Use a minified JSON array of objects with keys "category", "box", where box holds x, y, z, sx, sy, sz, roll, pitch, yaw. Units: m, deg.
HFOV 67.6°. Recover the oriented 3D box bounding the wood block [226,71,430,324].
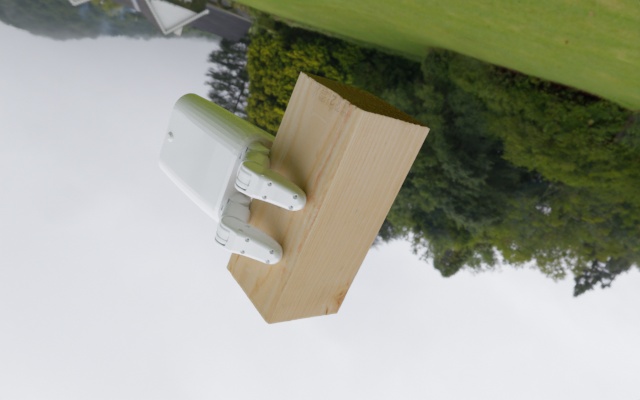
[{"category":"wood block","box":[0.000,0.001,0.444,0.091,0.206,0.090,3,29,-43]}]
